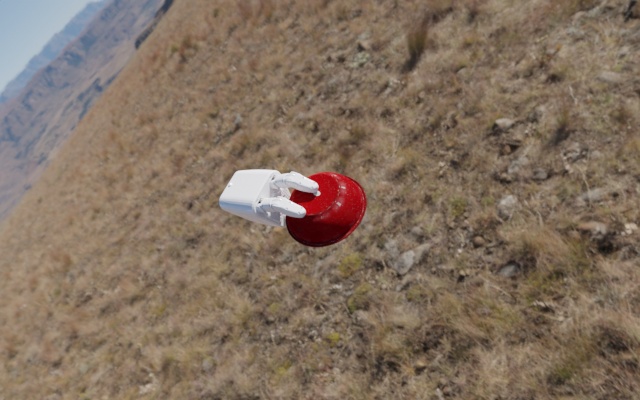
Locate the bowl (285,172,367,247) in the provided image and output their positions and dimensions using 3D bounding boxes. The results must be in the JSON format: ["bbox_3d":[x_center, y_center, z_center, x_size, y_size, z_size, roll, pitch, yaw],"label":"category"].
[{"bbox_3d":[0.001,0.003,0.873,0.162,0.162,0.055,0,-34,24],"label":"bowl"}]
